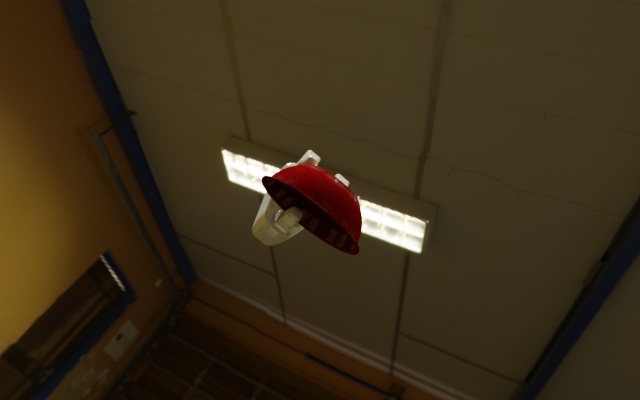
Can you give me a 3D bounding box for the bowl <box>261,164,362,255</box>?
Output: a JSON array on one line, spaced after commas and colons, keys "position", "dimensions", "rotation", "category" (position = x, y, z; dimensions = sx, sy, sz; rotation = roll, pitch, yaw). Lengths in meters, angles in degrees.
[{"position": [0.001, 0.002, 0.637], "dimensions": [0.162, 0.055, 0.162], "rotation": [36, -14, 10], "category": "bowl"}]
